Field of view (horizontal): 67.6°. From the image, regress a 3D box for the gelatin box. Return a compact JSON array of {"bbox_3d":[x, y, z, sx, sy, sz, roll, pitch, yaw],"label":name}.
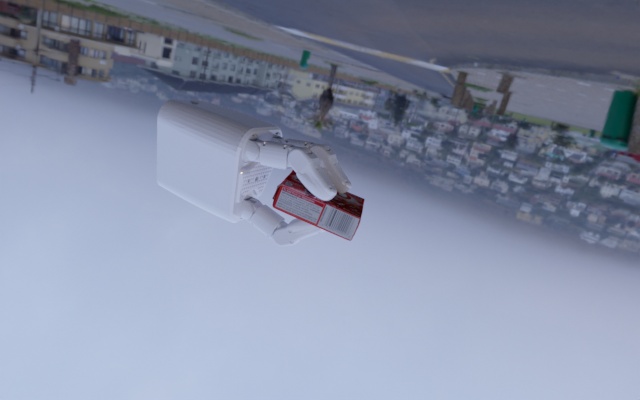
[{"bbox_3d":[0.000,0.002,0.502,0.089,0.030,0.073,24,17,1],"label":"gelatin box"}]
